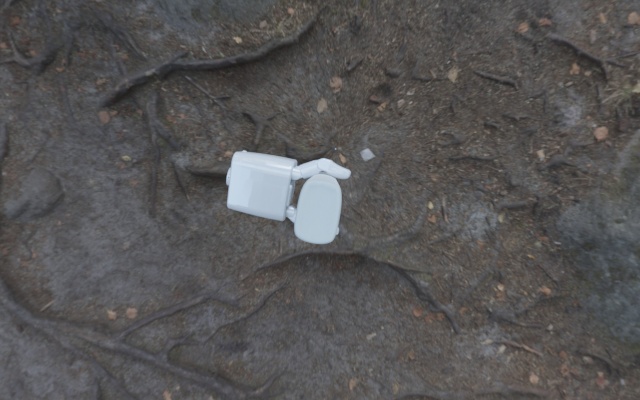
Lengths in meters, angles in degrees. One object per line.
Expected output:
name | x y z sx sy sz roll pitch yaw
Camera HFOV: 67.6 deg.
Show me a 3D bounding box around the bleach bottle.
bleach bottle | 0.000 0.003 0.849 0.068 0.102 0.251 10 6 0
